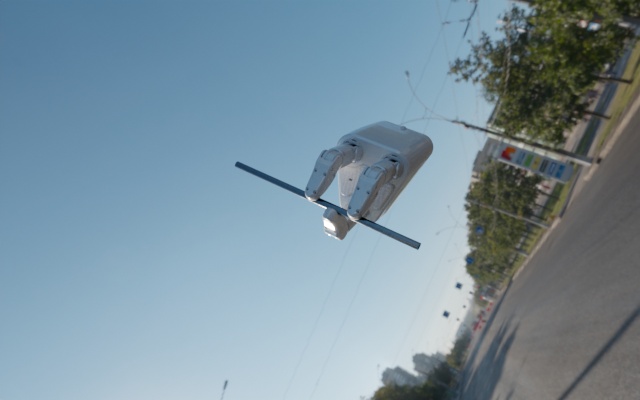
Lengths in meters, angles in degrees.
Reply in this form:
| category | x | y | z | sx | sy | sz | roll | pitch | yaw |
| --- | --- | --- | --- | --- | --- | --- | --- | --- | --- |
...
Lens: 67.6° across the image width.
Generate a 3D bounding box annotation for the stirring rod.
| category | x | y | z | sx | sy | sz | roll | pitch | yaw |
| --- | --- | --- | --- | --- | --- | --- | --- | --- | --- |
| stirring rod | 0.000 | 0.002 | 0.536 | 0.239 | 0.011 | 0.011 | 24 | 9 | 22 |
